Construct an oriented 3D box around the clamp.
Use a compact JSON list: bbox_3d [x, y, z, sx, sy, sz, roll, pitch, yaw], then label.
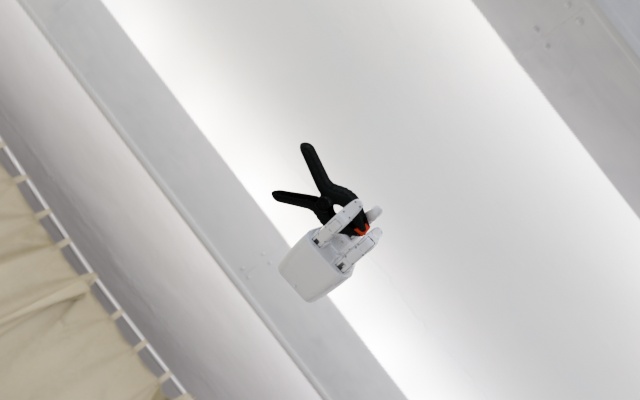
[{"bbox_3d":[0.001,0.002,0.766,0.120,0.171,0.039,-45,-4,39],"label":"clamp"}]
